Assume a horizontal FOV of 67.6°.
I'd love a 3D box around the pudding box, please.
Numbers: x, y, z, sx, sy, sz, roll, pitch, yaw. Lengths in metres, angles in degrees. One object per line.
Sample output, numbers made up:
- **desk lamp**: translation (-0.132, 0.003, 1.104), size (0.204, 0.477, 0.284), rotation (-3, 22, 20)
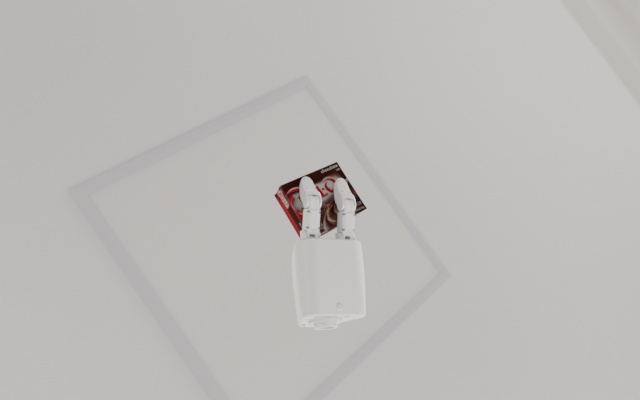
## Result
- **pudding box**: translation (0.000, 0.002, 0.725), size (0.113, 0.090, 0.039), rotation (-25, -12, -32)
